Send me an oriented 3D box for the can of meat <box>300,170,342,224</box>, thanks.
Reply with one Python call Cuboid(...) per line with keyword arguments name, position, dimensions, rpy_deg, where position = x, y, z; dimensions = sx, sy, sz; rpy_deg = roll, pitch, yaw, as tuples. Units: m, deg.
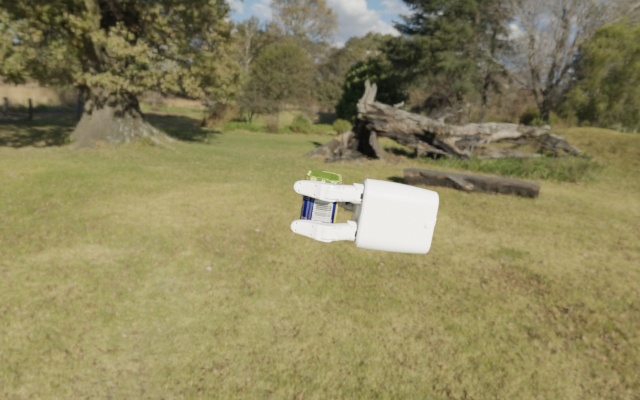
Cuboid(name="can of meat", position=(0.000, 0.002, 0.709), dimensions=(0.057, 0.084, 0.102), rpy_deg=(9, 10, 0))
